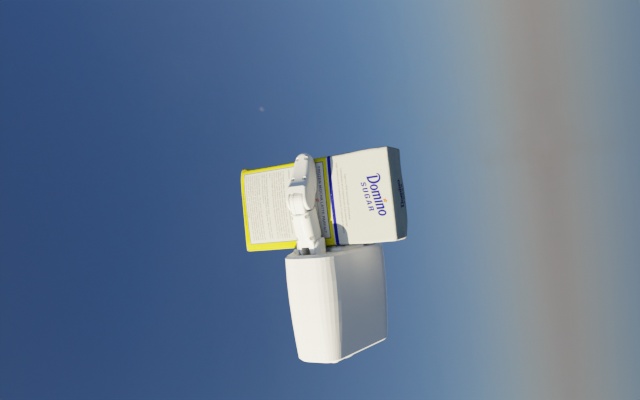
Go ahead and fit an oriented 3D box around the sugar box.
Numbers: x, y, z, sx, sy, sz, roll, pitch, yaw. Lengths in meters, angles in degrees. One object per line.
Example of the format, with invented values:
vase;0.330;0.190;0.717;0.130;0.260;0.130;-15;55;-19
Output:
sugar box;0.000;0.002;0.506;0.176;0.093;0.048;-6;-1;26
